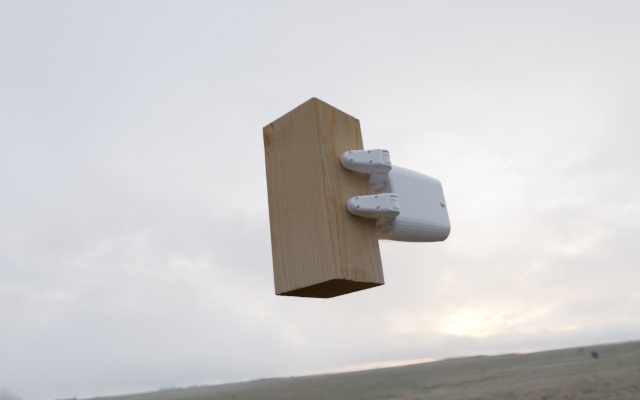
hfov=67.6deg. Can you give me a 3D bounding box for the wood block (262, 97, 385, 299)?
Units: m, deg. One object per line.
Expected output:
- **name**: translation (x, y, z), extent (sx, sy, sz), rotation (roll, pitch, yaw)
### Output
- **wood block**: translation (0.000, 0.002, 0.553), extent (0.091, 0.206, 0.090), rotation (-23, -26, 37)
